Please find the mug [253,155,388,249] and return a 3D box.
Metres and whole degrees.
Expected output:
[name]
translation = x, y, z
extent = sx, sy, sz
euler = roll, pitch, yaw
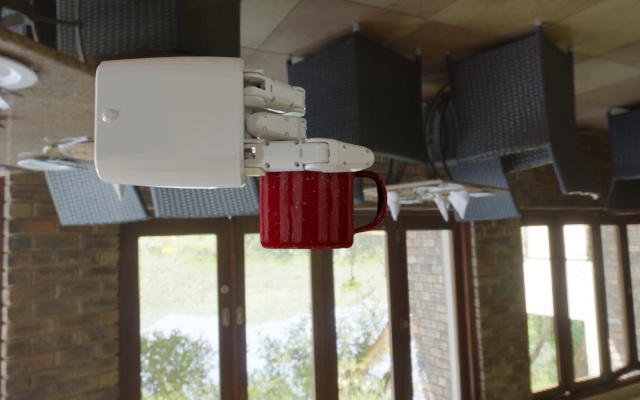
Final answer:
[mug]
translation = 0.002, 0.002, 0.417
extent = 0.117, 0.081, 0.093
euler = 0, -5, -4
